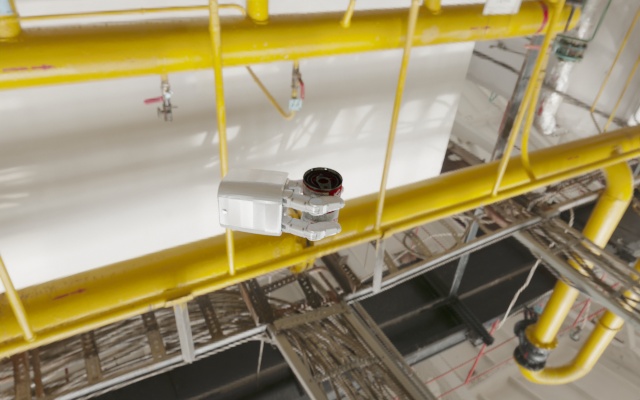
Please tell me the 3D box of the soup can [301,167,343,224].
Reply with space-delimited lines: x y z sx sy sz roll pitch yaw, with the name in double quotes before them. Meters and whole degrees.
"soup can" 0.001 0.003 0.828 0.068 0.102 0.068 4 36 -3
